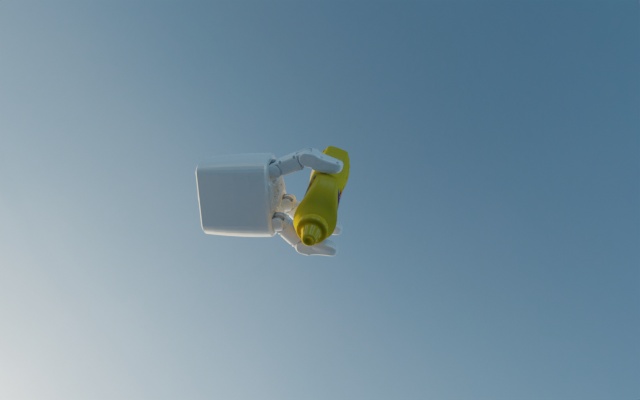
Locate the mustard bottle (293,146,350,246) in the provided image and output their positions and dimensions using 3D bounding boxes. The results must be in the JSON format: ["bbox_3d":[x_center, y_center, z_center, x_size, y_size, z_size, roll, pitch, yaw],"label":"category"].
[{"bbox_3d":[0.000,0.002,0.675,0.058,0.096,0.191,20,32,-1],"label":"mustard bottle"}]
